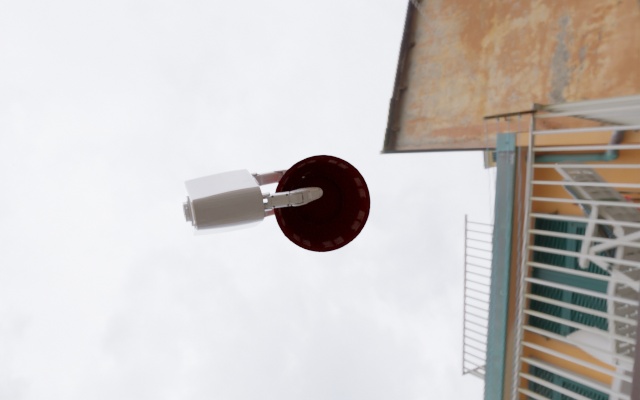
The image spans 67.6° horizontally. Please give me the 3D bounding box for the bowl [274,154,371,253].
[{"bbox_3d":[0.001,0.003,0.803,0.162,0.162,0.055,0,8,-9],"label":"bowl"}]
